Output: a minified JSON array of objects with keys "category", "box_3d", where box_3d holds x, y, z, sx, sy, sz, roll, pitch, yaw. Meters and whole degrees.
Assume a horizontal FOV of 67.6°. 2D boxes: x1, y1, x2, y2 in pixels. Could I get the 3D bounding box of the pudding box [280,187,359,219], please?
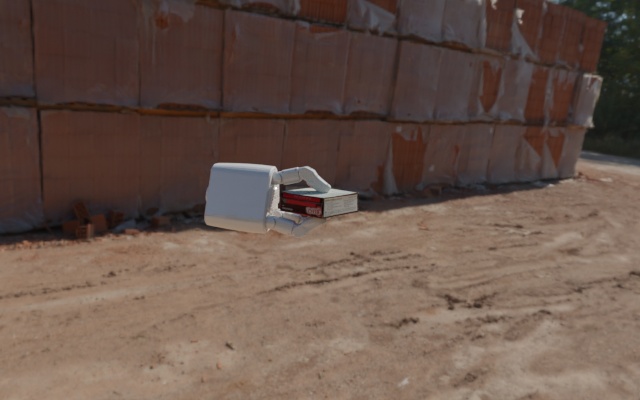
[{"category":"pudding box","box_3d":[0.000,0.002,0.816,0.090,0.039,0.113,10,13,35]}]
